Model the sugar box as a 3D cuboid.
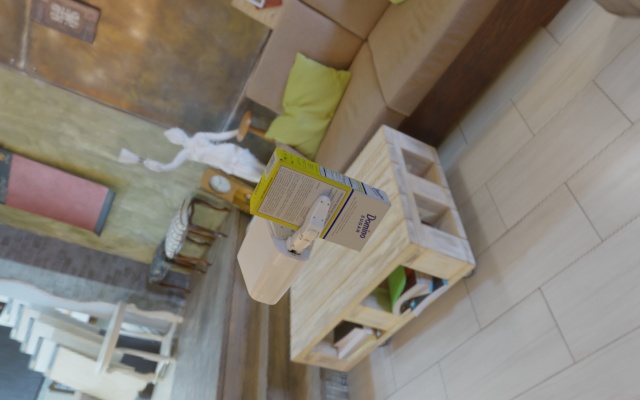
[{"bbox_3d":[0.000,0.002,0.672,0.176,0.093,0.048,21,27,-22],"label":"sugar box"}]
